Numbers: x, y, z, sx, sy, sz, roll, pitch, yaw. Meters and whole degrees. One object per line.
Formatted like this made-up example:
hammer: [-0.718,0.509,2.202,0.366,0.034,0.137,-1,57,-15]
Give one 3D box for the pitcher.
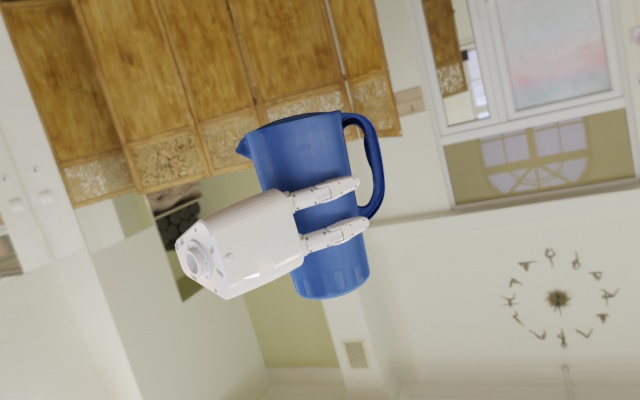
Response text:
pitcher: [0.000,0.002,0.649,0.145,0.243,0.149,-23,13,-41]
